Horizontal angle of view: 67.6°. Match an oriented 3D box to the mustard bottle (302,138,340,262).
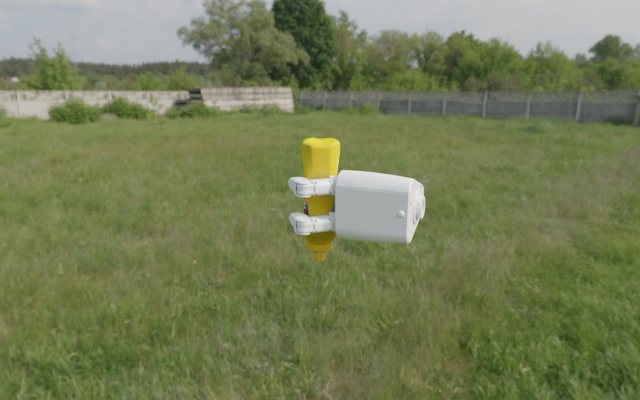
[{"bbox_3d":[0.000,0.002,0.741,0.058,0.192,0.096,0,14,-2],"label":"mustard bottle"}]
